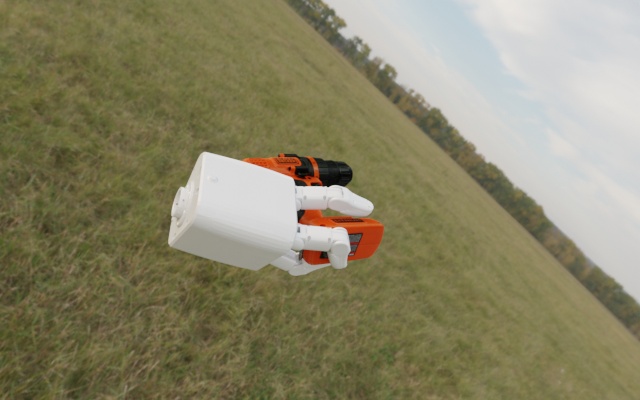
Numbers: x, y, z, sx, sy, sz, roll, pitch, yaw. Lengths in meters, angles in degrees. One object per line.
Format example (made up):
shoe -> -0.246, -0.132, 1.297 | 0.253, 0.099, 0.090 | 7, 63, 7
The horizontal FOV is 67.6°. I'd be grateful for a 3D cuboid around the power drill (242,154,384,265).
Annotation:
power drill -> 0.000, 0.002, 0.628 | 0.184, 0.057, 0.187 | -4, 34, -32
